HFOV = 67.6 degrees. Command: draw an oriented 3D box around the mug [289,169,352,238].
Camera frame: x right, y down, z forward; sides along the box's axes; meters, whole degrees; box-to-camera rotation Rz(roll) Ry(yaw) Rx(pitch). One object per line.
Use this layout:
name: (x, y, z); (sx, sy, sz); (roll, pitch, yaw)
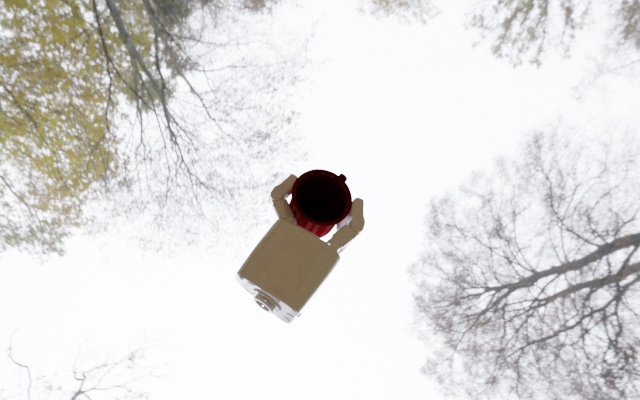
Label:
mug: (0.001, 0.002, 0.746); (0.093, 0.117, 0.081); (38, -28, 4)
